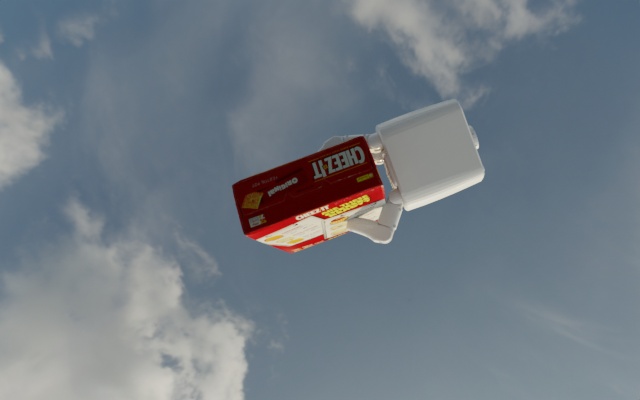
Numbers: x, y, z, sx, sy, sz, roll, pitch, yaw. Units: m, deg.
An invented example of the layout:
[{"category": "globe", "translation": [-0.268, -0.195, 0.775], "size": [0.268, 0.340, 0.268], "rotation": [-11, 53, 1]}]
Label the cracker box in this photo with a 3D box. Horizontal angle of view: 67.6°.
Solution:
[{"category": "cracker box", "translation": [0.000, 0.002, 0.626], "size": [0.164, 0.072, 0.214], "rotation": [-21, -14, 6]}]
